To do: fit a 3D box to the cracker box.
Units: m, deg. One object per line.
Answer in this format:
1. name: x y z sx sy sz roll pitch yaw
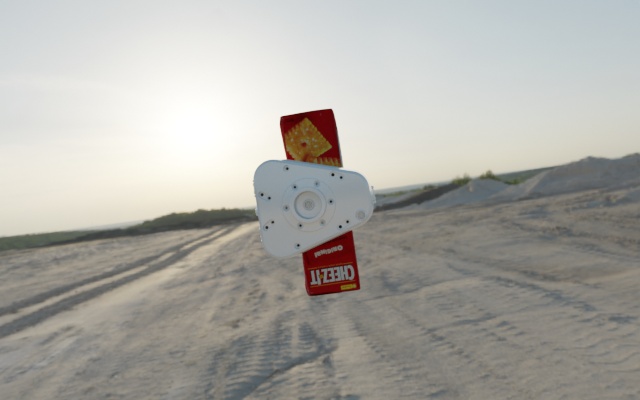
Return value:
1. cracker box: 0.000 0.002 0.628 0.072 0.213 0.164 -8 0 2
